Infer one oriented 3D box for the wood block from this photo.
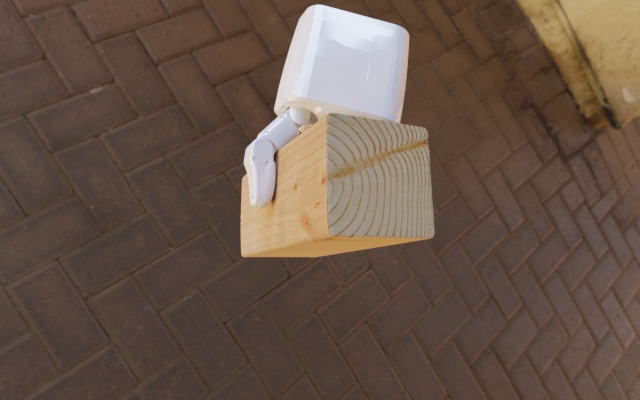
[{"bbox_3d":[0.000,0.001,0.436,0.091,0.090,0.206,4,-12,-25],"label":"wood block"}]
